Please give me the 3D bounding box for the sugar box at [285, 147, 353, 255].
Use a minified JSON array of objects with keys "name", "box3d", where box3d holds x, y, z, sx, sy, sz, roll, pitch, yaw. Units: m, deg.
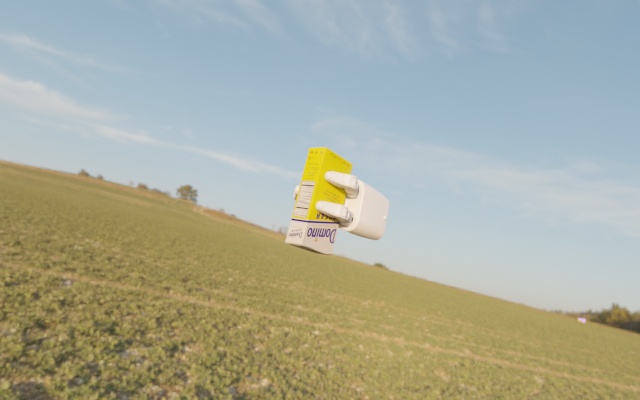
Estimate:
[{"name":"sugar box","box3d":[0.001,0.003,0.849,0.048,0.176,0.093,2,-14,38]}]
